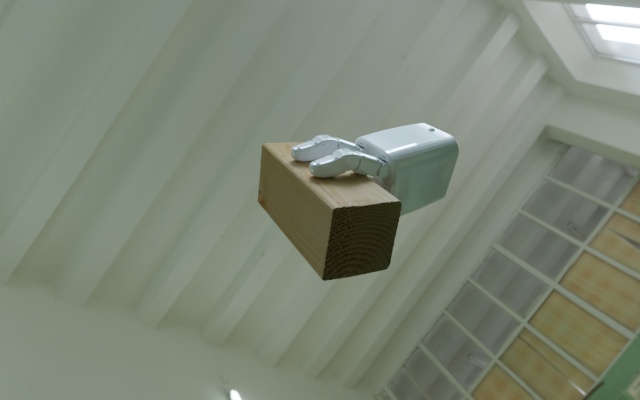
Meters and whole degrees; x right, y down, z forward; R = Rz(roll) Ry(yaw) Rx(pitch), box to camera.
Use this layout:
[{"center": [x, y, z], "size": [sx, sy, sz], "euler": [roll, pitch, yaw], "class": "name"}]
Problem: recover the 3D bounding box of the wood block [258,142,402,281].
[{"center": [0.000, 0.002, 0.599], "size": [0.090, 0.091, 0.206], "euler": [-6, 27, -27], "class": "wood block"}]
